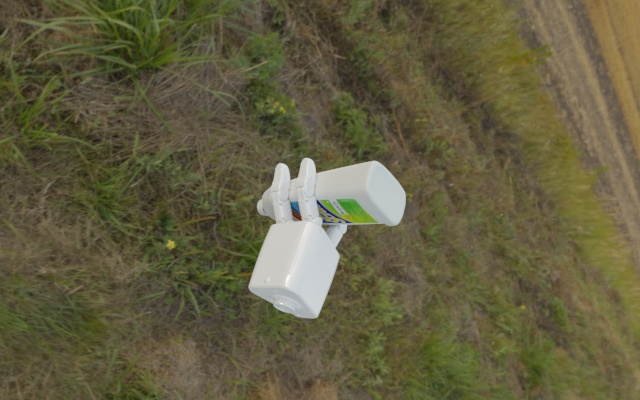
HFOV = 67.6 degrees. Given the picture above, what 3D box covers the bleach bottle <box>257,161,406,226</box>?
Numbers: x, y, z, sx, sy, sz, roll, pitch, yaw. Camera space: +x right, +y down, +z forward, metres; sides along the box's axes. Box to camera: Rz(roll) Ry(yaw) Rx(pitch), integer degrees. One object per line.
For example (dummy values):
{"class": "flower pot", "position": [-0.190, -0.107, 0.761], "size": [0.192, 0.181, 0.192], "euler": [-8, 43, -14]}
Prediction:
{"class": "bleach bottle", "position": [0.000, 0.002, 0.752], "size": [0.251, 0.068, 0.103], "euler": [-9, -40, 40]}
